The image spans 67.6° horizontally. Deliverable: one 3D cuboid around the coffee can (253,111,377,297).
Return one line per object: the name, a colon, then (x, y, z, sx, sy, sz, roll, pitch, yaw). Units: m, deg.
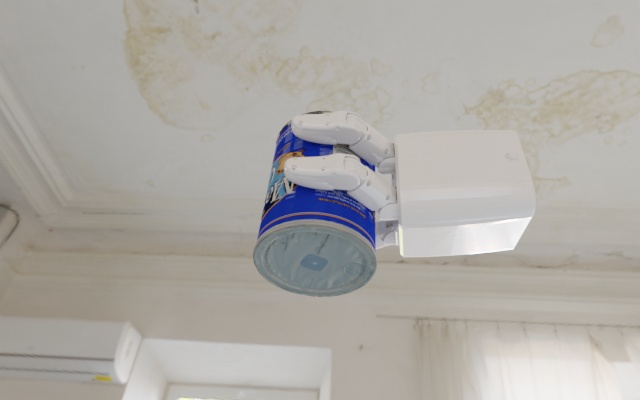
coffee can: (0.000, 0.002, 0.439, 0.103, 0.140, 0.103, 3, -42, 3)
